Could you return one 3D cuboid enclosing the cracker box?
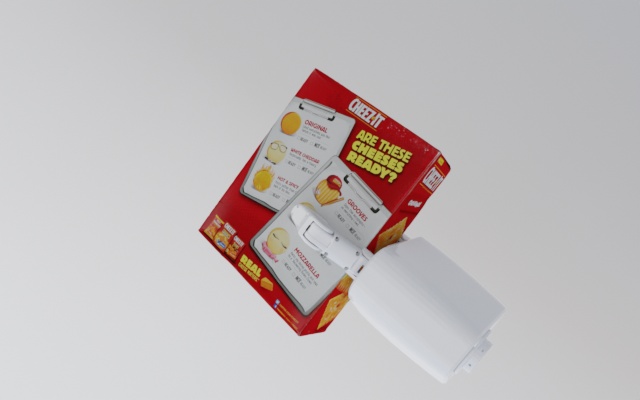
[{"bbox_3d":[0.000,0.002,0.489,0.164,0.214,0.072,40,7,25],"label":"cracker box"}]
